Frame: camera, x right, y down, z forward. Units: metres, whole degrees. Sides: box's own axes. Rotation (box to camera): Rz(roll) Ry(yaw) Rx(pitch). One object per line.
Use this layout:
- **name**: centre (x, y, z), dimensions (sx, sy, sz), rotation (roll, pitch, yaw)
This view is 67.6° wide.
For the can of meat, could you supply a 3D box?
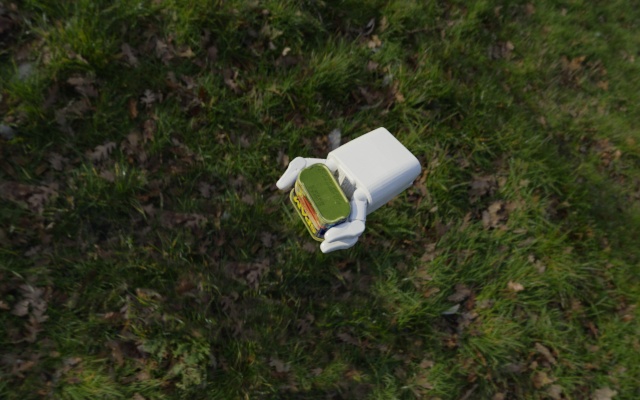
- **can of meat**: centre (0.000, 0.002, 0.733), dimensions (0.057, 0.102, 0.084), rotation (-26, -14, -18)
